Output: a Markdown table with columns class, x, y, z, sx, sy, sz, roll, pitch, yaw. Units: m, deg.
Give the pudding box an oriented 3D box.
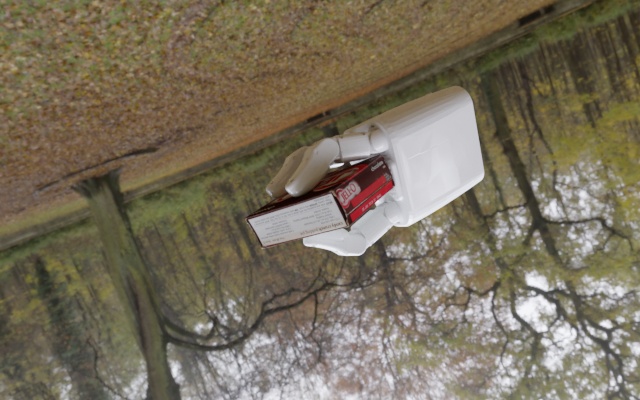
| class | x | y | z | sx | sy | sz | roll | pitch | yaw |
| --- | --- | --- | --- | --- | --- | --- | --- | --- | --- |
| pudding box | 0.000 | 0.002 | 0.442 | 0.113 | 0.039 | 0.090 | -20 | 10 | 40 |
